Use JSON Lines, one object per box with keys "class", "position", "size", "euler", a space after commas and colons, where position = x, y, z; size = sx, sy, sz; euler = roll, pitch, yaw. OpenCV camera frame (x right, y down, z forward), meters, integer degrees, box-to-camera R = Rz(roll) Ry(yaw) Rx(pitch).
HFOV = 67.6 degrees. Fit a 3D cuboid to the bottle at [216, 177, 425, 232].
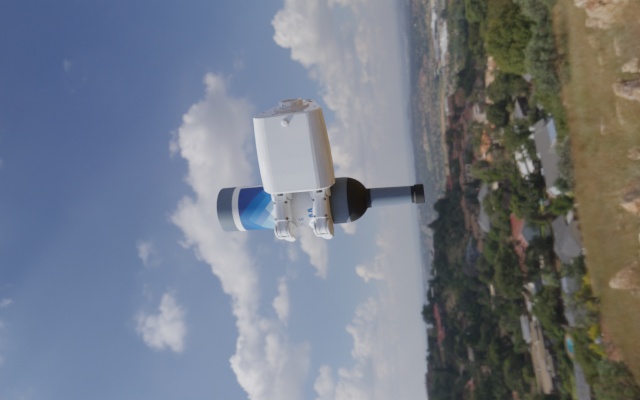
{"class": "bottle", "position": [0.000, 0.002, 0.693], "size": [0.296, 0.069, 0.069], "euler": [-5, -1, 11]}
